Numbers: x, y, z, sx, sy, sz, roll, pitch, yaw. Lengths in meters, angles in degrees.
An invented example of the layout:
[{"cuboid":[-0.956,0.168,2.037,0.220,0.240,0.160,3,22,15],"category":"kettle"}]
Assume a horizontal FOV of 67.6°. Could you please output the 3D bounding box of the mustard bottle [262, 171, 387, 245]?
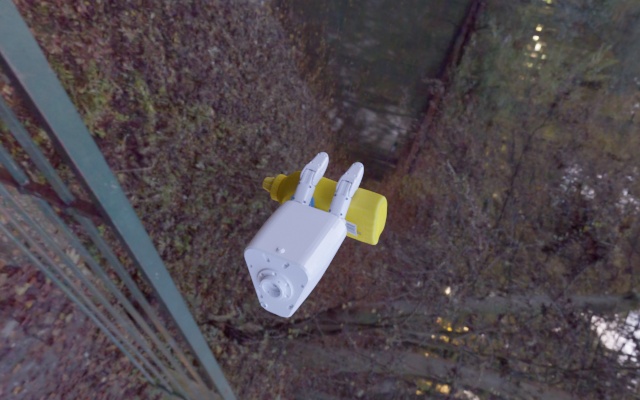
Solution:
[{"cuboid":[0.000,0.002,0.710,0.191,0.058,0.096,18,-27,17],"category":"mustard bottle"}]
